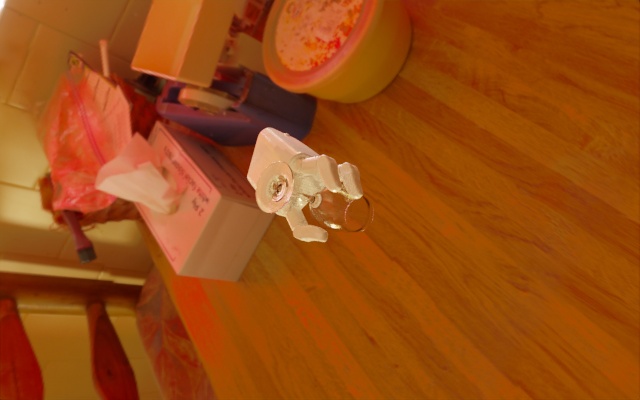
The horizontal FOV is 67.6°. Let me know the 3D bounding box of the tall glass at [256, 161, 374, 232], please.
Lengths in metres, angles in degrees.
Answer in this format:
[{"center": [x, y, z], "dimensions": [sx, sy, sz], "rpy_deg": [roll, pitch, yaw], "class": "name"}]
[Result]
[{"center": [0.000, 0.002, 0.730], "dimensions": [0.079, 0.079, 0.201], "rpy_deg": [0, -13, 42], "class": "tall glass"}]
